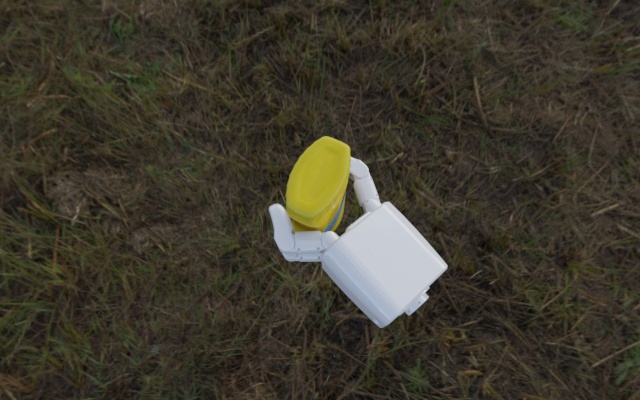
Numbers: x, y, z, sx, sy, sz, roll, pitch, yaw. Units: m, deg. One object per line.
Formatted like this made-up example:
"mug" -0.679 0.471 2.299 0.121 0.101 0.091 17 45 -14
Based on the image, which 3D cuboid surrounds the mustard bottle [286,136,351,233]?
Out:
"mustard bottle" 0.000 0.002 0.590 0.058 0.096 0.192 23 -16 8
